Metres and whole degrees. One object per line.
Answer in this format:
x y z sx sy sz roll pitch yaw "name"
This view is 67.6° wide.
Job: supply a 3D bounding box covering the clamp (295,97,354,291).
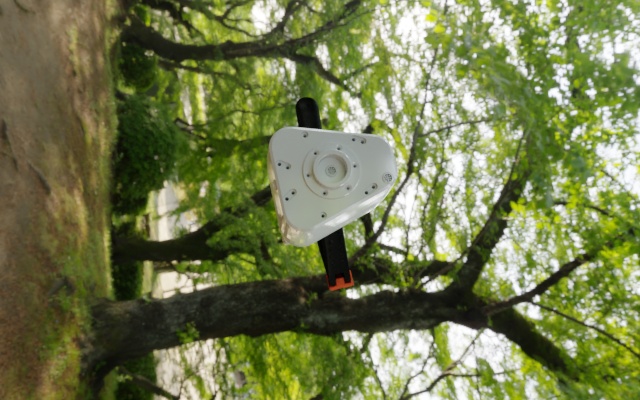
0.001 0.002 0.577 0.036 0.210 0.164 -12 -9 -6 "clamp"
